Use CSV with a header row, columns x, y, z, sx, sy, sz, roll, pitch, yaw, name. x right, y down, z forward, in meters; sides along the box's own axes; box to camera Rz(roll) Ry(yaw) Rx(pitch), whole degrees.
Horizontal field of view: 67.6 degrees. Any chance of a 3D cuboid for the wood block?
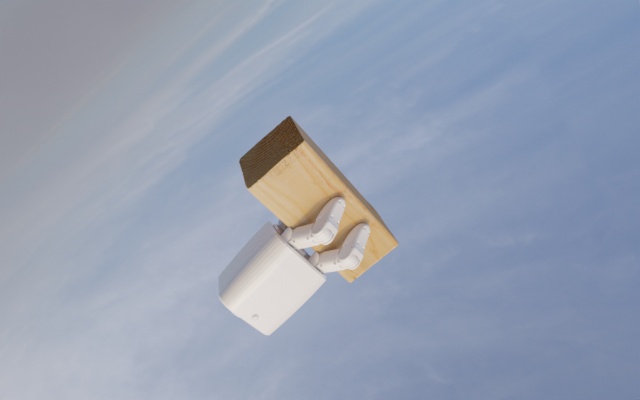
x,y,z,sx,sy,sz,roll,pitch,yaw,name
0.000,0.002,0.626,0.206,0.090,0.090,46,8,-32,wood block
